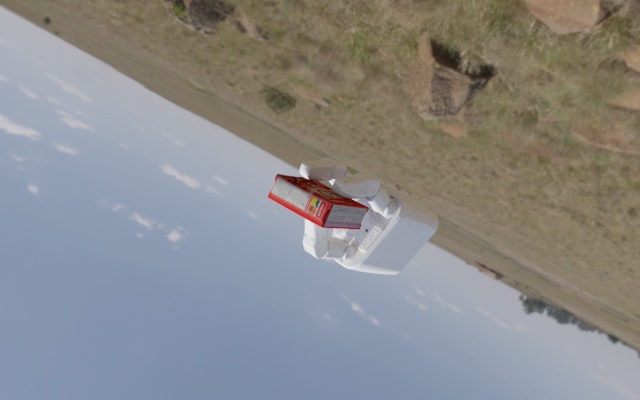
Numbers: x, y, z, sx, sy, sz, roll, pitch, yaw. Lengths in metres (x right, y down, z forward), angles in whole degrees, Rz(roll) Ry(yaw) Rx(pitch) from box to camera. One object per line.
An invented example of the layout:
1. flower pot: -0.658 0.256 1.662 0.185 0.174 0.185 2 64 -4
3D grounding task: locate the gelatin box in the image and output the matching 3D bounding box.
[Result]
1. gelatin box: 0.000 0.002 0.504 0.073 0.030 0.089 28 11 28
